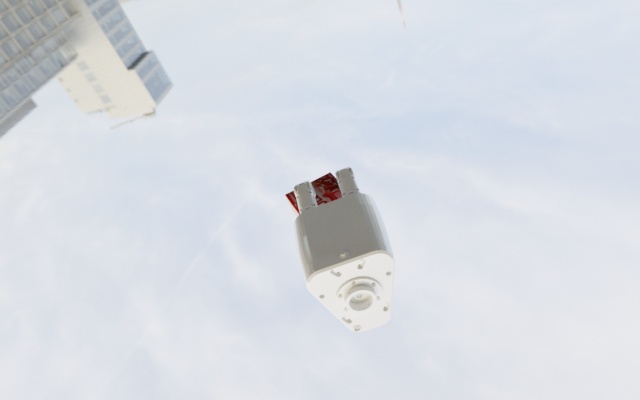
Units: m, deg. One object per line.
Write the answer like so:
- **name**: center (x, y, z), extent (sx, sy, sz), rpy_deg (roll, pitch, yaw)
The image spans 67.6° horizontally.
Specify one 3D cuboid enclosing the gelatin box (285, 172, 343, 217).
- **gelatin box**: center (0.000, 0.002, 0.641), extent (0.073, 0.030, 0.089), rpy_deg (-27, 29, -7)
